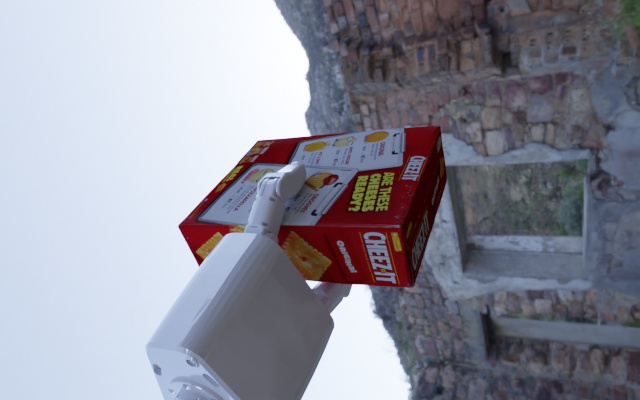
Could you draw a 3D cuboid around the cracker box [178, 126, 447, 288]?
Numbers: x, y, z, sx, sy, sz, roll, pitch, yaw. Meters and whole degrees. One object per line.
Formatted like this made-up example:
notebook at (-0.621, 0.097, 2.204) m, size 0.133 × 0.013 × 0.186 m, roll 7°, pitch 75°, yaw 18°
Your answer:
cracker box at (0.000, 0.001, 0.462) m, size 0.213 × 0.072 × 0.164 m, roll 0°, pitch 35°, yaw 27°
